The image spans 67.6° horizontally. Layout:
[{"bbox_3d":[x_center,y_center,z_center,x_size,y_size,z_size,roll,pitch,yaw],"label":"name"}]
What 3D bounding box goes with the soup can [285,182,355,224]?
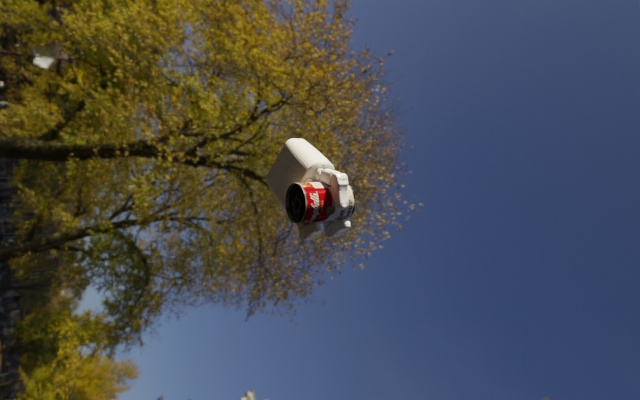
[{"bbox_3d":[0.001,0.003,0.818,0.102,0.068,0.068,-2,1,-33],"label":"soup can"}]
